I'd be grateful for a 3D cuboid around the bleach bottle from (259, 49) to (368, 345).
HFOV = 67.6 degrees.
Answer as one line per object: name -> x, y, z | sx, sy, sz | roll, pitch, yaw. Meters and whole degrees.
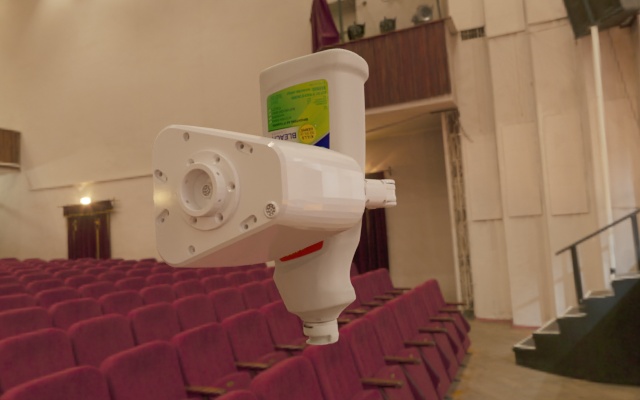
bleach bottle -> 0.000, 0.001, 0.434 | 0.102, 0.251, 0.068 | -6, -4, 30
